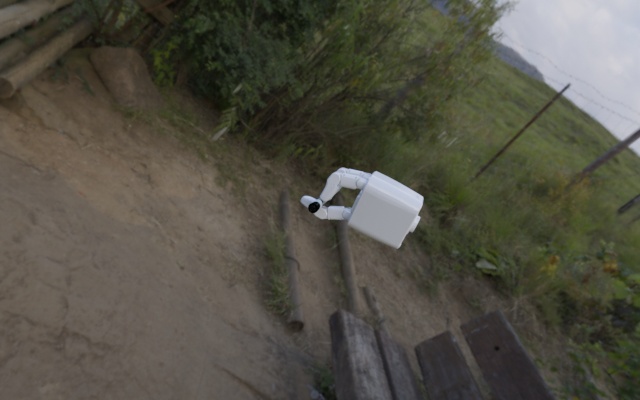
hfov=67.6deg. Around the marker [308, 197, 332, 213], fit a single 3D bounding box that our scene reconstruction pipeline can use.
[{"bbox_3d":[0.000,0.003,0.894,0.020,0.020,0.121,0,11,14],"label":"marker"}]
